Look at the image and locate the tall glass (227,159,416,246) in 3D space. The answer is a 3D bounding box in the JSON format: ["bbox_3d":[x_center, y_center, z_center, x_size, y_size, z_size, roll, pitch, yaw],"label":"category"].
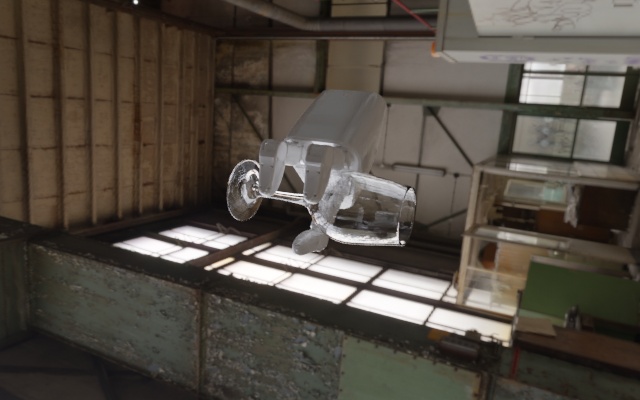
[{"bbox_3d":[-0.001,0.002,0.528,0.201,0.079,0.079,9,4,25],"label":"tall glass"}]
